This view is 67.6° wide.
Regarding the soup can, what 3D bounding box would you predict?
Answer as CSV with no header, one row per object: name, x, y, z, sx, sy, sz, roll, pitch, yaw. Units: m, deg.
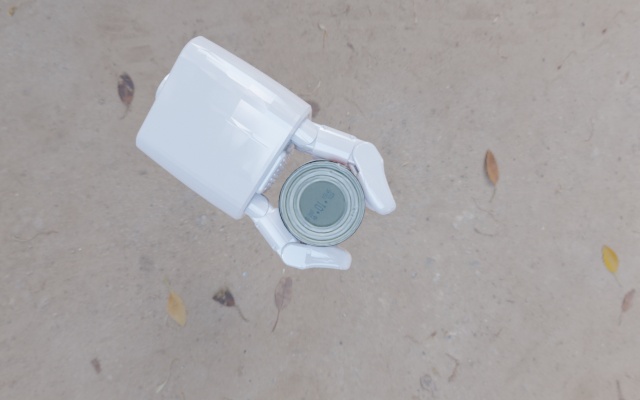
soup can,0.000,0.002,0.408,0.068,0.068,0.102,0,1,-2
